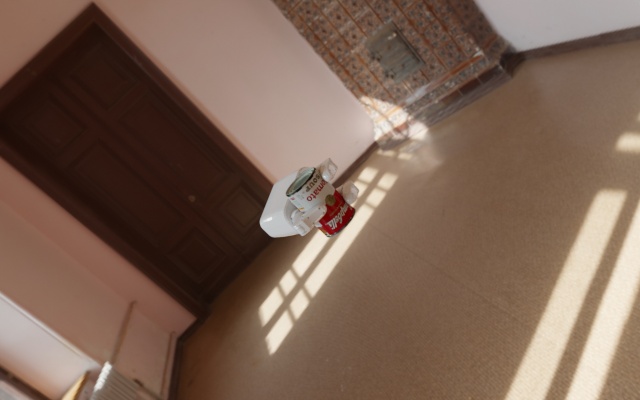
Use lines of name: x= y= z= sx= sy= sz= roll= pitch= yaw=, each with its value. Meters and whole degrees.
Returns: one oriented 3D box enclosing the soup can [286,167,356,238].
soup can: x=0.000 y=0.002 z=0.791 sx=0.102 sy=0.068 sz=0.068 roll=46 pitch=-16 yaw=-16
